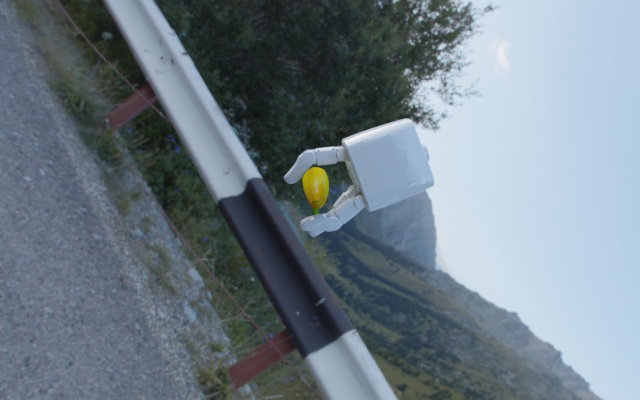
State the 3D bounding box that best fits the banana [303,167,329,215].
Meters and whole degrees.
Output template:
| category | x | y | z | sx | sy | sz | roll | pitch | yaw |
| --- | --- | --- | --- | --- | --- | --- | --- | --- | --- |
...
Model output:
| category | x | y | z | sx | sy | sz | roll | pitch | yaw |
| --- | --- | --- | --- | --- | --- | --- | --- | --- | --- |
| banana | -0.004 | -0.015 | 0.697 | 0.037 | 0.069 | 0.198 | -13 | -6 | 0 |
